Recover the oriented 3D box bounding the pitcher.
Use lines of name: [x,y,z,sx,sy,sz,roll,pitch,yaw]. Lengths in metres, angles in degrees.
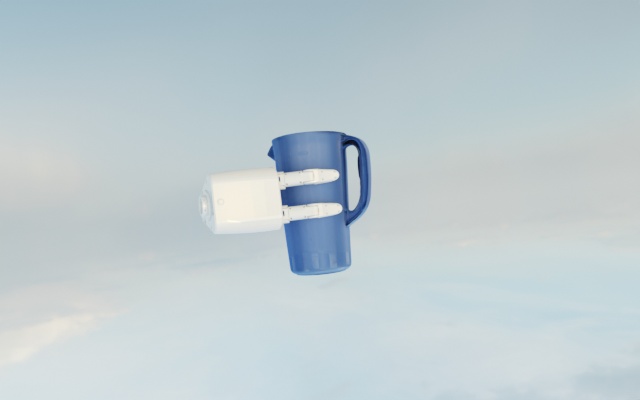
pitcher: [0.000,0.003,0.832,0.145,0.243,0.149,-5,-2,-24]
